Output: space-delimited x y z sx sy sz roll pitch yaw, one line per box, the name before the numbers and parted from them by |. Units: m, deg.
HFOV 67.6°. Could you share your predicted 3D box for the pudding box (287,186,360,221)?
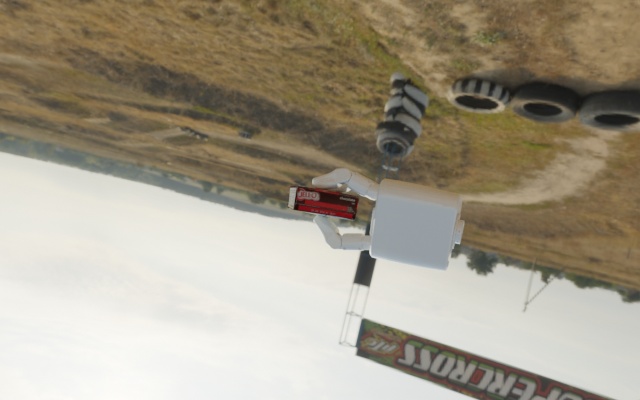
pudding box | 0.000 0.002 0.705 0.090 0.039 0.113 11 -2 -9
